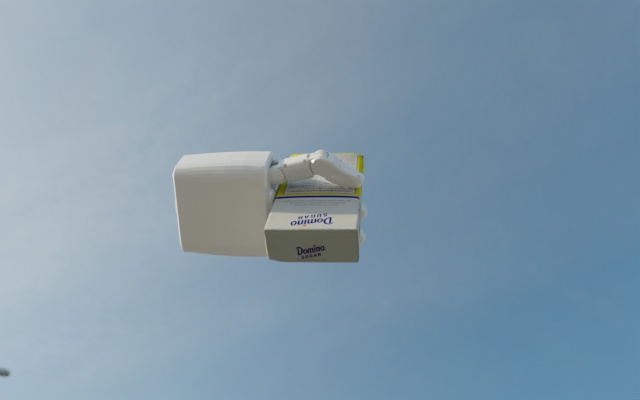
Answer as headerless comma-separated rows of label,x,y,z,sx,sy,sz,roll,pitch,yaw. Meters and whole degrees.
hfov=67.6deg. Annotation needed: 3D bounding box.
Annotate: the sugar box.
sugar box,0.000,0.002,0.533,0.093,0.048,0.176,0,32,7
